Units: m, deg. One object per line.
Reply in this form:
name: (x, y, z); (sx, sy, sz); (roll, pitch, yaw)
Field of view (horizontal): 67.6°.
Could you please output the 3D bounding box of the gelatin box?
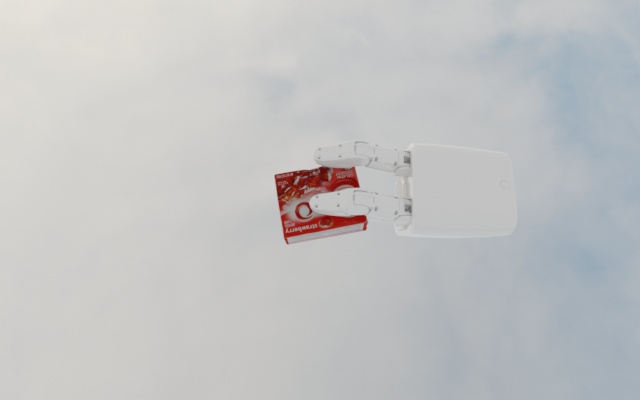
gelatin box: (0.000, 0.002, 0.508); (0.089, 0.073, 0.030); (-10, -21, -1)
